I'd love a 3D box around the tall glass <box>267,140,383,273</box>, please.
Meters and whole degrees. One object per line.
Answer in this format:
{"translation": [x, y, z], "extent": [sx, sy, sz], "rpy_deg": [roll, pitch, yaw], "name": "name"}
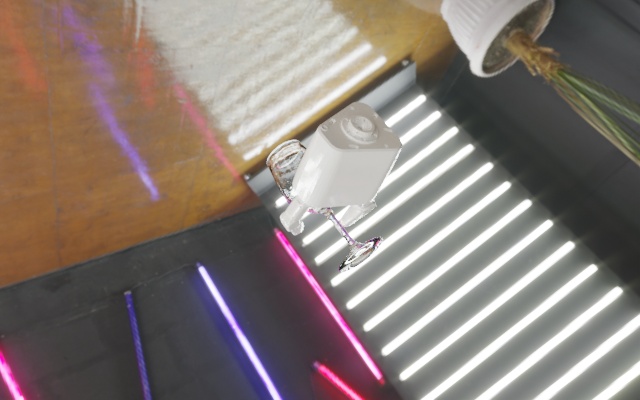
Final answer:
{"translation": [0.000, 0.003, 0.691], "extent": [0.079, 0.201, 0.079], "rpy_deg": [-31, -23, -15], "name": "tall glass"}
